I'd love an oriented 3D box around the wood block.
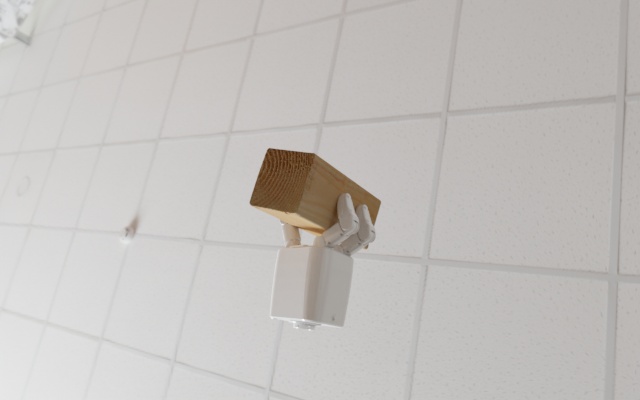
[{"bbox_3d":[0.000,0.003,0.735,0.091,0.090,0.206,10,-13,36],"label":"wood block"}]
